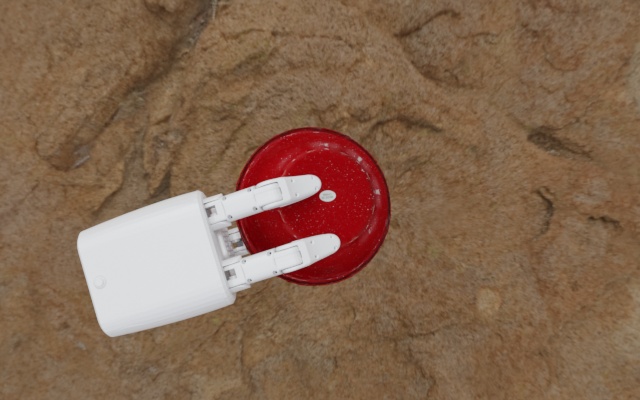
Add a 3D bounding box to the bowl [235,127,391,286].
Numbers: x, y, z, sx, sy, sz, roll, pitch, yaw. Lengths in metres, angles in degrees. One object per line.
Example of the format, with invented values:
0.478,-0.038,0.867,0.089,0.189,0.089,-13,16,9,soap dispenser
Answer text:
0.001,0.001,0.457,0.162,0.162,0.055,0,-7,-12,bowl
